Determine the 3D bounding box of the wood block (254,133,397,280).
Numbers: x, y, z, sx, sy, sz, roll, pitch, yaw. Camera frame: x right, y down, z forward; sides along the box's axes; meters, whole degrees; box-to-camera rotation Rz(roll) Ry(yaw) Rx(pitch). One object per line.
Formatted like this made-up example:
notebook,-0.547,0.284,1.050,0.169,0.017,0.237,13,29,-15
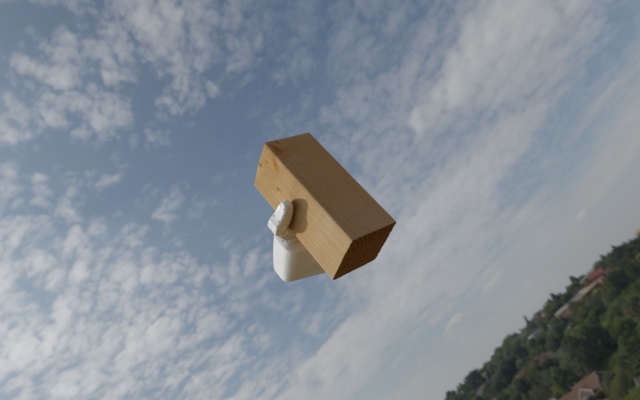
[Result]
wood block,0.000,0.003,0.707,0.091,0.090,0.206,-20,56,-37
